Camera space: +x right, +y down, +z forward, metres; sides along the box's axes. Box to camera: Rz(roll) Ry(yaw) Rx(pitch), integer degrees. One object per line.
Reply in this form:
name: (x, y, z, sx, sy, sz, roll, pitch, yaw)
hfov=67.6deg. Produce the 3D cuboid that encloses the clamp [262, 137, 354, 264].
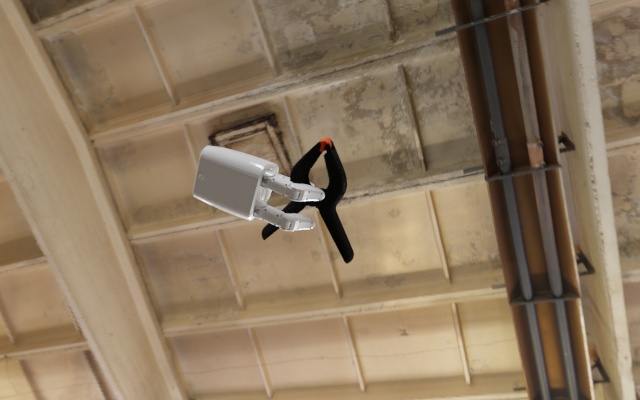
clamp: (0.000, 0.002, 0.786, 0.164, 0.210, 0.036, 21, 24, 6)
